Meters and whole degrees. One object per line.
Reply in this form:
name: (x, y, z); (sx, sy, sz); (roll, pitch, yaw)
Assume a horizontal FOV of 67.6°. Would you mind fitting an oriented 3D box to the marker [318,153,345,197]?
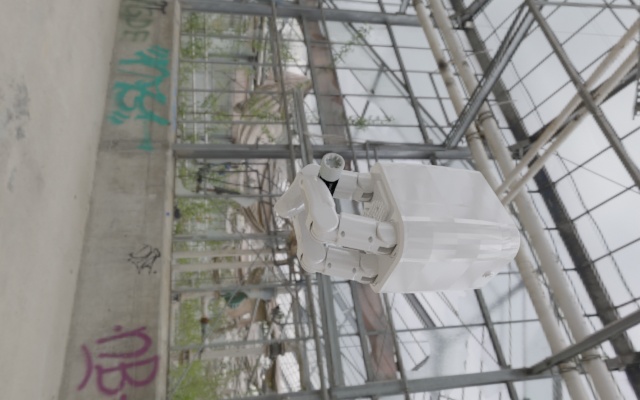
marker: (0.000, 0.001, 0.436); (0.020, 0.020, 0.121); (0, -33, -12)
